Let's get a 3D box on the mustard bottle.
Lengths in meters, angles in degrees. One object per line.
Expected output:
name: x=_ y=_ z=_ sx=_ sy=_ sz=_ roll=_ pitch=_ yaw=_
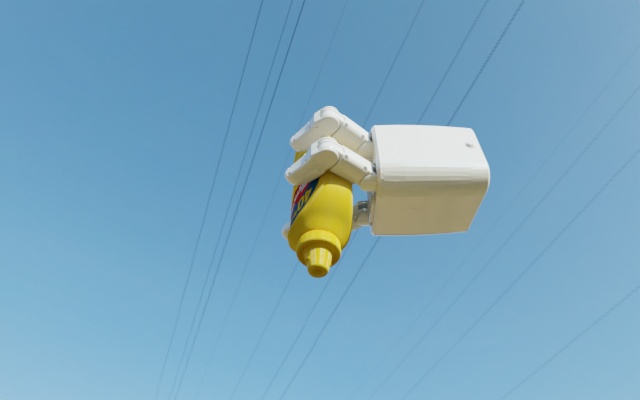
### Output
mustard bottle: x=0.000 y=0.001 z=0.491 sx=0.058 sy=0.096 sz=0.191 roll=20 pitch=38 yaw=-15
